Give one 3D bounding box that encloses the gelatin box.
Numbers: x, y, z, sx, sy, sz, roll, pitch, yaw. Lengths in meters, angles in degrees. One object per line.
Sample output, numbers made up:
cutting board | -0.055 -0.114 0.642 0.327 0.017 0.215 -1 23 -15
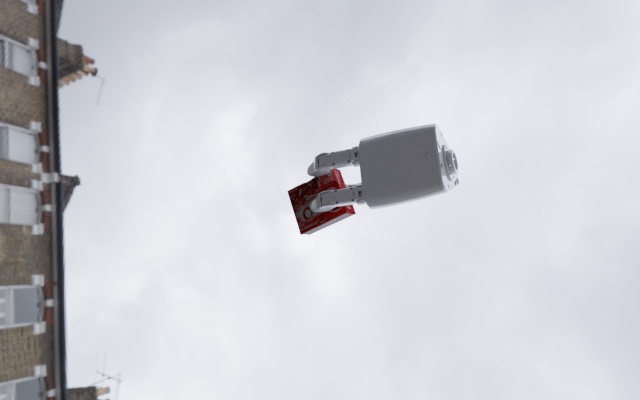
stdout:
gelatin box | 0.000 0.003 0.715 0.089 0.073 0.030 -26 -18 26
